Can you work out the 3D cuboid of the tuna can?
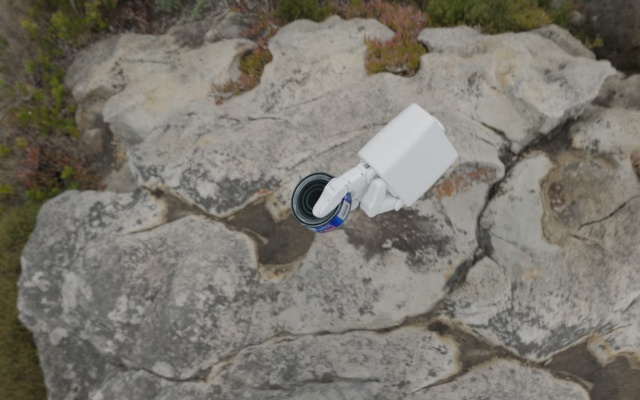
[{"bbox_3d":[0.000,0.002,0.694,0.086,0.086,0.034,0,-17,27],"label":"tuna can"}]
